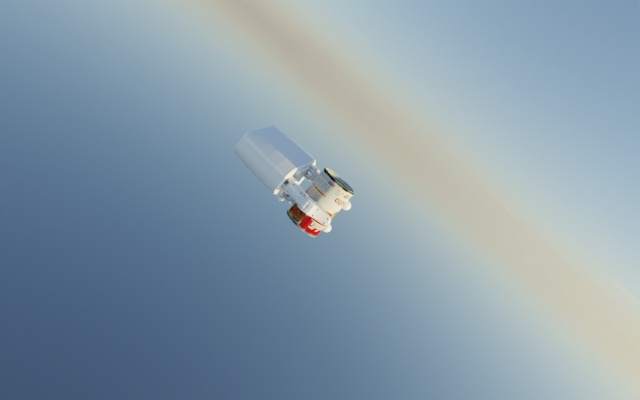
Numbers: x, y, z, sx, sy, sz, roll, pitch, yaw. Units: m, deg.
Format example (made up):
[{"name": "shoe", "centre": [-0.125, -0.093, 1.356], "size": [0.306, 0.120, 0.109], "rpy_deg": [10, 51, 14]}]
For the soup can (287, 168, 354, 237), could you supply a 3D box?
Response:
[{"name": "soup can", "centre": [0.001, 0.003, 0.817], "size": [0.068, 0.102, 0.068], "rpy_deg": [39, 12, -10]}]
